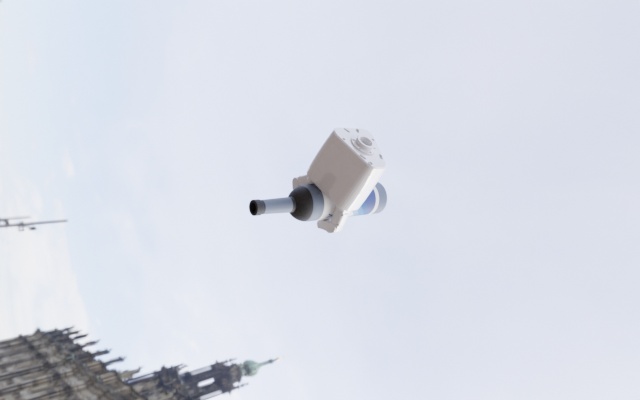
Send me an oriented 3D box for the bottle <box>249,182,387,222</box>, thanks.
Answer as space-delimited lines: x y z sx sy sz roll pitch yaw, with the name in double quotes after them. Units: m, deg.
0.000 0.003 0.892 0.295 0.069 0.069 -5 3 -39 "bottle"
